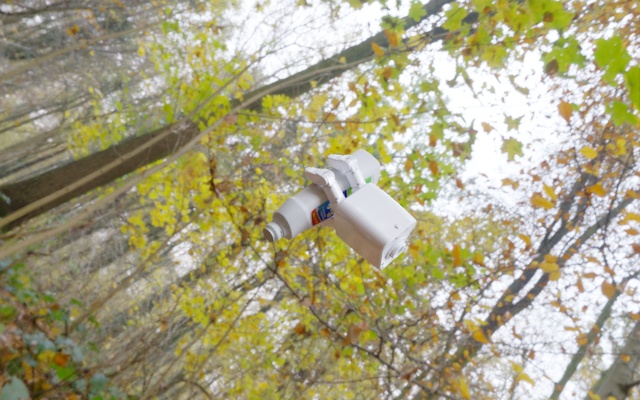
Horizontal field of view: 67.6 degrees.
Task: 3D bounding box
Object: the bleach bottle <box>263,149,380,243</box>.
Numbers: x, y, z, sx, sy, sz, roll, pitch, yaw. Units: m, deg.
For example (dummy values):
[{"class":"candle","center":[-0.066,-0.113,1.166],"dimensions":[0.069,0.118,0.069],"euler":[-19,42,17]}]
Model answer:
[{"class":"bleach bottle","center":[0.000,0.003,0.853],"dimensions":[0.068,0.103,0.250],"euler":[41,55,21]}]
